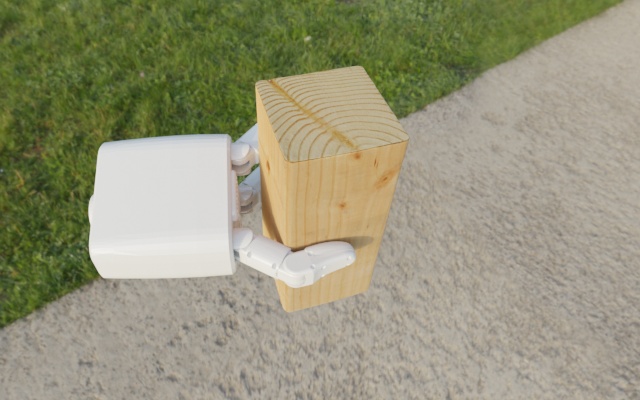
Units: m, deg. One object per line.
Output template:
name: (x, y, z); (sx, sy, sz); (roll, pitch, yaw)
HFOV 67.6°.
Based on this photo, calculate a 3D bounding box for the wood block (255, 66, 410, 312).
wood block: (0.000, 0.002, 0.417); (0.090, 0.090, 0.206); (-12, -38, -14)
